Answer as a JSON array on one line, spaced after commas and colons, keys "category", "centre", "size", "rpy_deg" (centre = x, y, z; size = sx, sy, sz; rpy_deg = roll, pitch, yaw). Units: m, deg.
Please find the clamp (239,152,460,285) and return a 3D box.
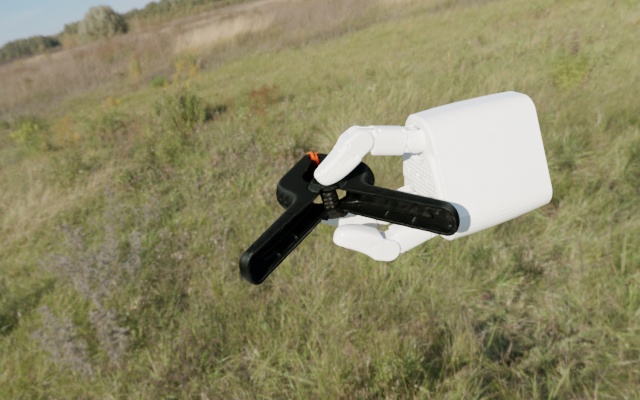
[{"category": "clamp", "centre": [0.000, 0.000, 0.425], "size": [0.164, 0.036, 0.210], "rpy_deg": [-16, 24, -10]}]
